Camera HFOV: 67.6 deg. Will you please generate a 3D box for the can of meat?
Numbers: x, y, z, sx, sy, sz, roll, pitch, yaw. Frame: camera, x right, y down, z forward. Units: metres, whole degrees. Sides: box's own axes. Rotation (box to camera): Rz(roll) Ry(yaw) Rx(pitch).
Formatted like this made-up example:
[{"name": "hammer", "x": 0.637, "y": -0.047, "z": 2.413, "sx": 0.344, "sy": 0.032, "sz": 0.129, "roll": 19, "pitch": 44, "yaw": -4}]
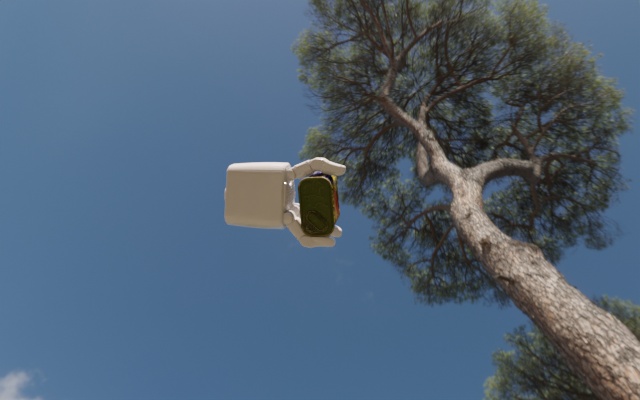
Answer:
[{"name": "can of meat", "x": 0.000, "y": 0.003, "z": 0.827, "sx": 0.057, "sy": 0.102, "sz": 0.084, "roll": -2, "pitch": 12, "yaw": 11}]
